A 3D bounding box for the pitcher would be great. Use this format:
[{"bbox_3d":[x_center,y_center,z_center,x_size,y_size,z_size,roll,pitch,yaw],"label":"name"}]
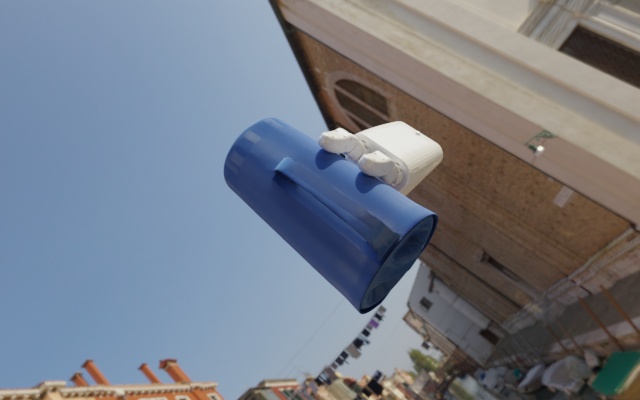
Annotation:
[{"bbox_3d":[0.000,0.002,0.547,0.242,0.149,0.145,37,40,23],"label":"pitcher"}]
